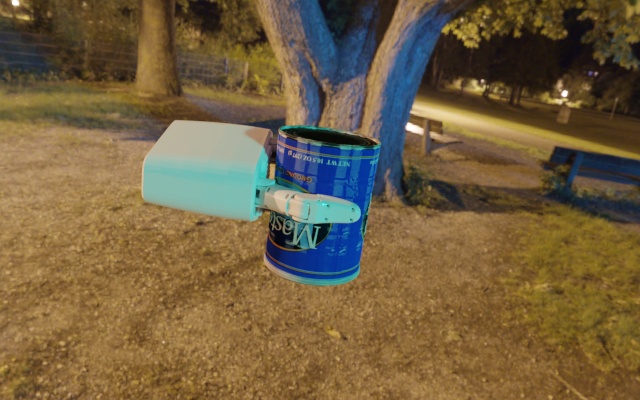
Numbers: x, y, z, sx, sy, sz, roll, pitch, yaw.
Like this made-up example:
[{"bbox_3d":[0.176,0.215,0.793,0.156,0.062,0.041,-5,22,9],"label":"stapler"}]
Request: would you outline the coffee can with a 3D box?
[{"bbox_3d":[0.000,0.002,0.490,0.103,0.140,0.102,7,16,-2],"label":"coffee can"}]
